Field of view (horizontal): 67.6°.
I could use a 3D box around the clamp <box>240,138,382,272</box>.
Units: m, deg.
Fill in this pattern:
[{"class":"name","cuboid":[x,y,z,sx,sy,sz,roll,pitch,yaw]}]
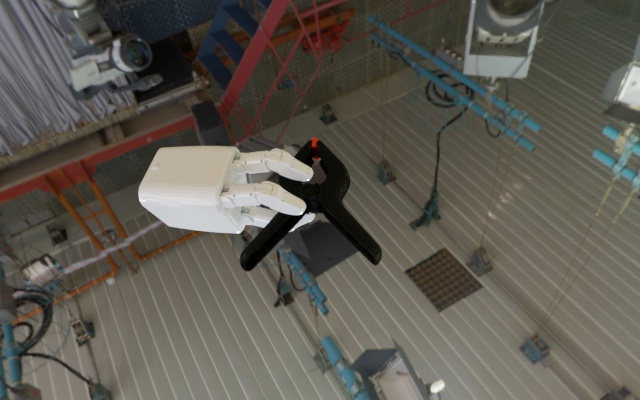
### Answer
[{"class":"clamp","cuboid":[0.000,0.002,0.604,0.164,0.209,0.036,2,-40,11]}]
